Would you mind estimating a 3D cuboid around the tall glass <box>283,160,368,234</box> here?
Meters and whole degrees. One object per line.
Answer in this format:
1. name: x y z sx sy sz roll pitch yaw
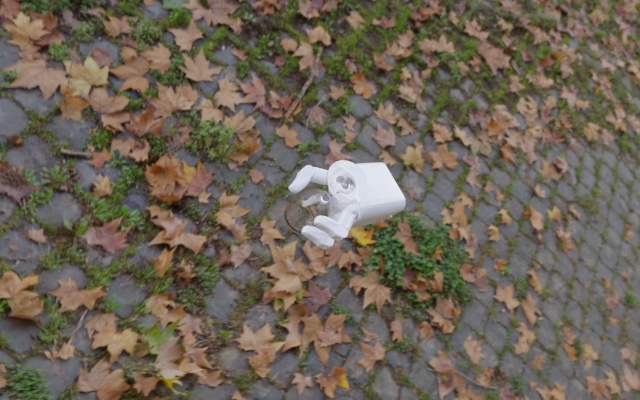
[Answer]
1. tall glass: 0.000 0.002 0.835 0.079 0.079 0.201 0 -19 -28
